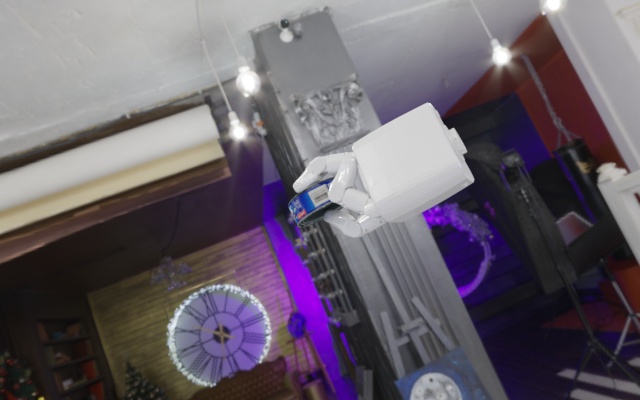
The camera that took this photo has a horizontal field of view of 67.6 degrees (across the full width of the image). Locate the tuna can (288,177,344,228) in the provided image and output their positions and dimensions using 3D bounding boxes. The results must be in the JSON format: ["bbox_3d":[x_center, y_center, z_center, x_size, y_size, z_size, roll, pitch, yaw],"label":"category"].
[{"bbox_3d":[0.000,0.002,0.649,0.086,0.033,0.086,-27,-11,-6],"label":"tuna can"}]
